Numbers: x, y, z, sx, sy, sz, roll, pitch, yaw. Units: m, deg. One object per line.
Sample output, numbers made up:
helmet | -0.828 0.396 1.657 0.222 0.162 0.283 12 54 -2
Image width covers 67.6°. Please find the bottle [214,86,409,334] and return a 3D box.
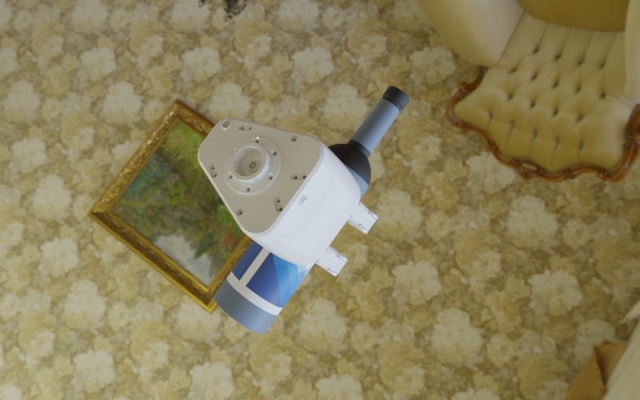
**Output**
bottle | 0.000 0.002 0.514 0.069 0.295 0.069 36 -4 3
